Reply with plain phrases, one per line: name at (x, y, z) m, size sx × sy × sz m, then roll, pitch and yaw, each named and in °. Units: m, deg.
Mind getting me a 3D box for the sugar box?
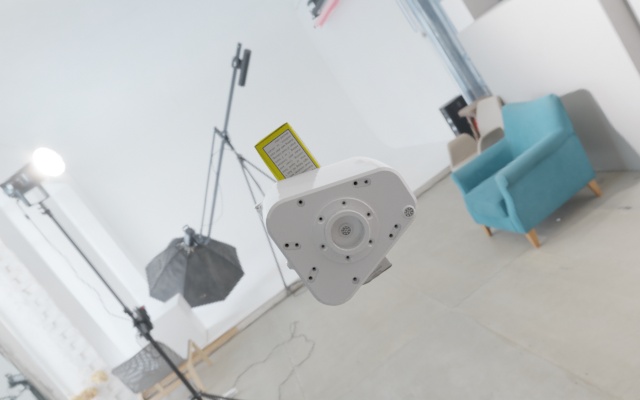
sugar box at (0.000, 0.002, 0.502) m, size 0.048 × 0.176 × 0.093 m, roll -35°, pitch 9°, yaw 0°
